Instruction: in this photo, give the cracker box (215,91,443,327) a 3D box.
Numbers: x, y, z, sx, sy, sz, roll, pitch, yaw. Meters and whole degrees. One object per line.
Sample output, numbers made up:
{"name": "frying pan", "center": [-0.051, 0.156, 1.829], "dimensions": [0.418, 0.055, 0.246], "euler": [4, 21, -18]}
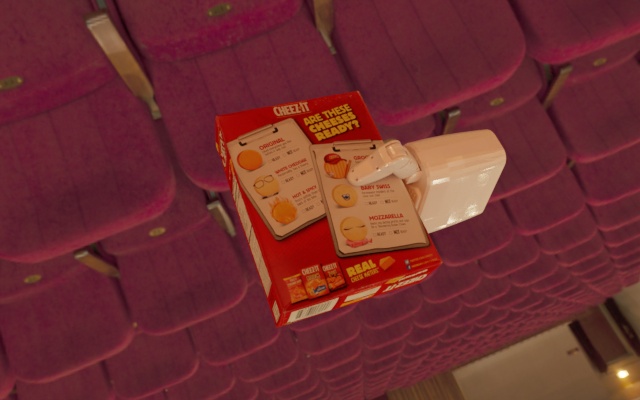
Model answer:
{"name": "cracker box", "center": [0.000, 0.002, 0.490], "dimensions": [0.164, 0.213, 0.072], "euler": [-14, -24, -20]}
